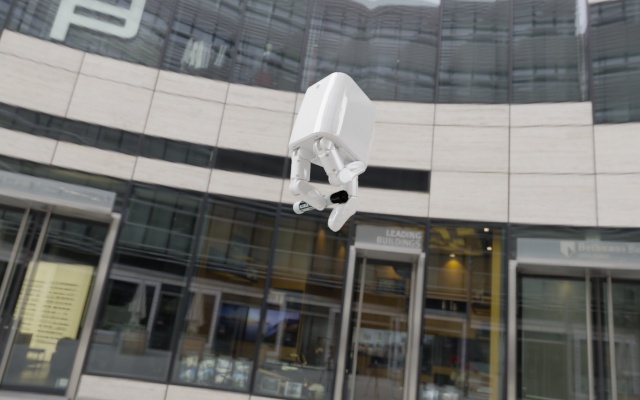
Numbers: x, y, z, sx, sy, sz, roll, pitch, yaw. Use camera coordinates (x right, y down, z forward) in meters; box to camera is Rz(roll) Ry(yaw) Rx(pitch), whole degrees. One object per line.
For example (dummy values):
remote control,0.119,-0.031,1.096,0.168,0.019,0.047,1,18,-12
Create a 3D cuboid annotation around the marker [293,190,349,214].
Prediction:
marker,0.000,0.002,0.722,0.020,0.020,0.121,0,-9,-38
